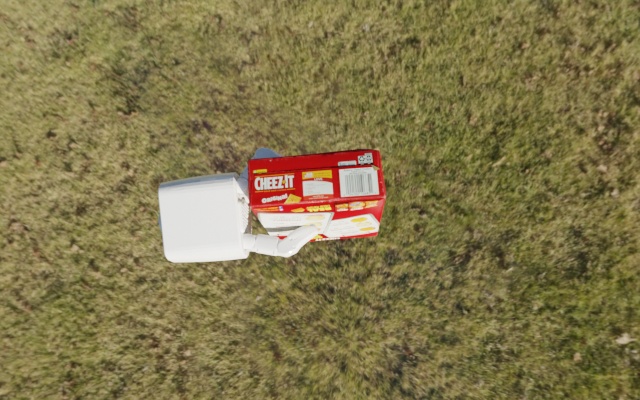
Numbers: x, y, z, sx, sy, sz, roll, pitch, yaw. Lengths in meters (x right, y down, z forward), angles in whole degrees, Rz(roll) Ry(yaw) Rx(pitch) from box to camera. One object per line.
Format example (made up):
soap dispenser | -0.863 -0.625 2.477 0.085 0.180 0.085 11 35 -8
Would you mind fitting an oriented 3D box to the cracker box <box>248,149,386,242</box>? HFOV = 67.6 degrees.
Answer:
cracker box | 0.000 0.002 0.666 0.164 0.072 0.214 -5 -17 2
